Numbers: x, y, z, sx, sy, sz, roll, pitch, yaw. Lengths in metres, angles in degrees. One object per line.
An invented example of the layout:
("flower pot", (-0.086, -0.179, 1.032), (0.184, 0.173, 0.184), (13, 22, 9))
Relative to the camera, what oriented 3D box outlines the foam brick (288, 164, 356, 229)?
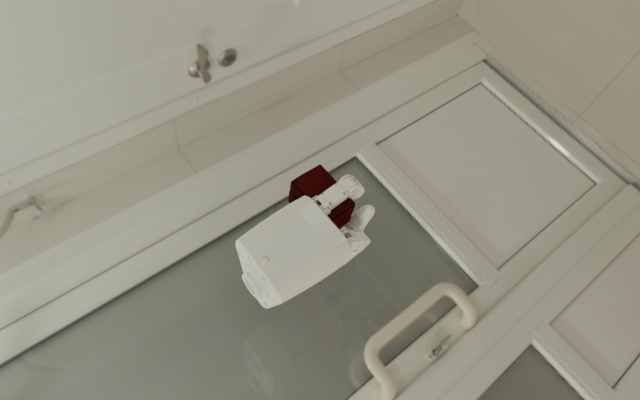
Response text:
("foam brick", (0.000, 0.002, 0.638), (0.051, 0.078, 0.053), (-32, -21, -23))
